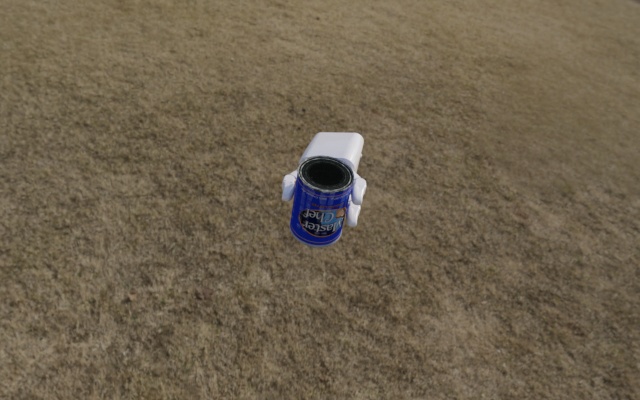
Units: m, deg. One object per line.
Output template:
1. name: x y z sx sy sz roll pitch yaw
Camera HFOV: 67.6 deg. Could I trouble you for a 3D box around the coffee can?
1. coffee can: 0.000 0.003 0.884 0.103 0.140 0.102 6 42 -5
